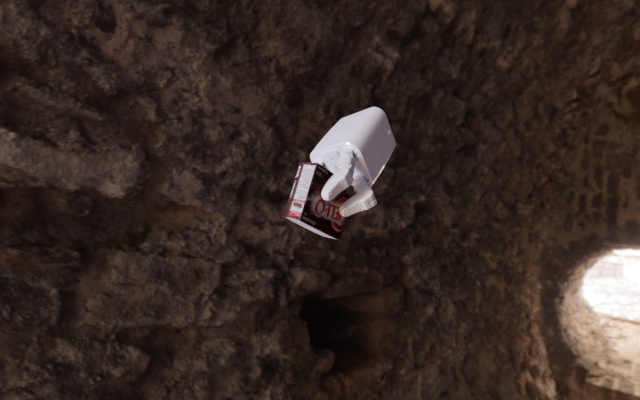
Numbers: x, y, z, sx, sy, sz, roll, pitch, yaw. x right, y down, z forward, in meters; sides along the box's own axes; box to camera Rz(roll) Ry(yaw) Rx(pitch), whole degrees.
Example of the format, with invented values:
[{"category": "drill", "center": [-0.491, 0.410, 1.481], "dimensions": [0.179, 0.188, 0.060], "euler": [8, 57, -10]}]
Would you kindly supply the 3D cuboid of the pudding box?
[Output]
[{"category": "pudding box", "center": [0.000, 0.002, 0.730], "dimensions": [0.039, 0.090, 0.113], "euler": [7, -14, 39]}]
